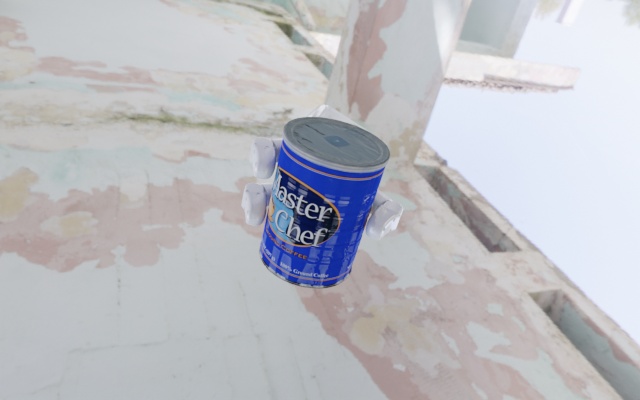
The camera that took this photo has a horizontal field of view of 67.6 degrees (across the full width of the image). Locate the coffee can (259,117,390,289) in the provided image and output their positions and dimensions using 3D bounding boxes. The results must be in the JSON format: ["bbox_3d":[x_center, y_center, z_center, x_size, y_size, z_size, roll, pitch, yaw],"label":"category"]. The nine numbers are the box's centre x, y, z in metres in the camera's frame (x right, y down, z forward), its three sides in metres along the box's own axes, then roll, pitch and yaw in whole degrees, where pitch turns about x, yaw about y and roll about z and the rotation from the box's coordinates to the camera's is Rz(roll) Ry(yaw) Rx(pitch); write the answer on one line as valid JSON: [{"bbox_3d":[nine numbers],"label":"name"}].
[{"bbox_3d":[0.000,0.002,0.478,0.103,0.140,0.102,11,30,-7],"label":"coffee can"}]
